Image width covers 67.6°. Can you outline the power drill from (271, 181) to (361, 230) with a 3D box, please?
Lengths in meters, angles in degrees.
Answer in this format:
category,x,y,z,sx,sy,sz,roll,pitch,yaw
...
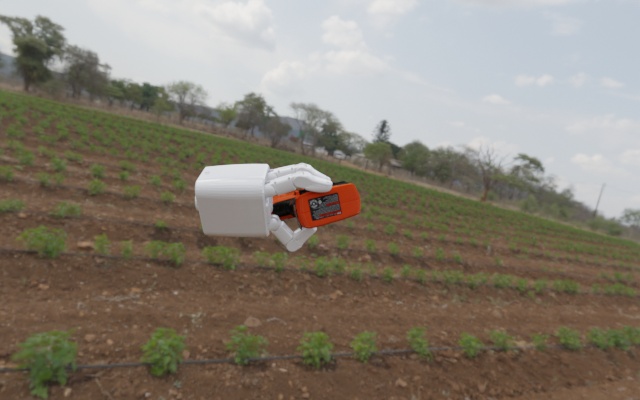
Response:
category,x,y,z,sx,sy,sz,roll,pitch,yaw
power drill,0.000,0.003,0.833,0.184,0.057,0.187,-16,5,-17
